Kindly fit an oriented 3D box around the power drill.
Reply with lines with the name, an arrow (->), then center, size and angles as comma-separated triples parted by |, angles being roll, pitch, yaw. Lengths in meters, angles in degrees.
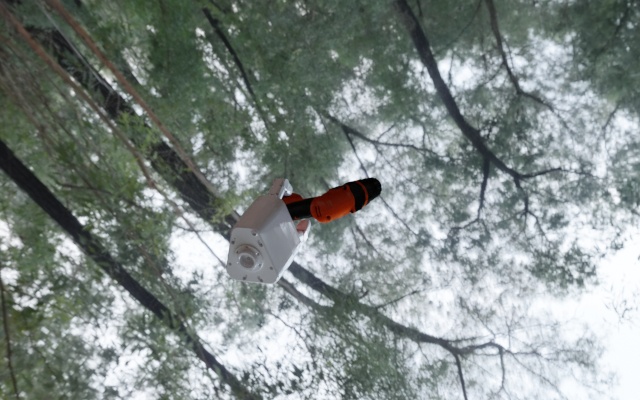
power drill -> 0.000, 0.003, 0.872 | 0.187, 0.057, 0.184 | -12, 5, 40
